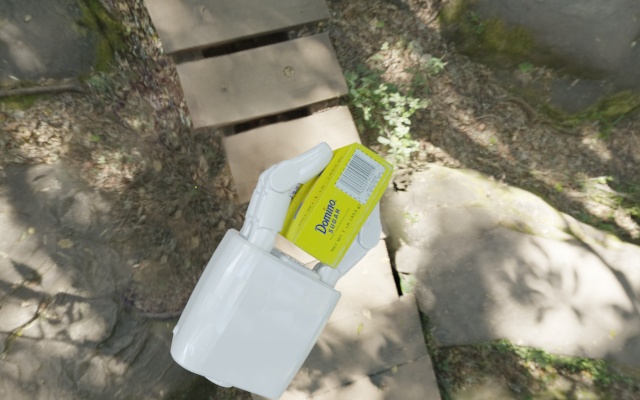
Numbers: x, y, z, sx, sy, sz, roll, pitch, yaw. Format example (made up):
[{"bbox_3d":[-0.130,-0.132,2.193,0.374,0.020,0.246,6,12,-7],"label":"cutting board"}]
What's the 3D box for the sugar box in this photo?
[{"bbox_3d":[0.000,0.001,0.441,0.048,0.093,0.176,34,-6,-13],"label":"sugar box"}]
